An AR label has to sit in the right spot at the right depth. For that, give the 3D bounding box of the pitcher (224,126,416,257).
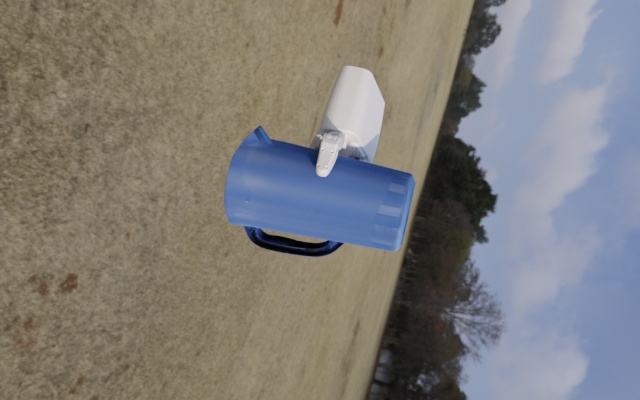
[{"bbox_3d":[0.000,0.002,0.665,0.243,0.145,0.149,12,-16,10],"label":"pitcher"}]
